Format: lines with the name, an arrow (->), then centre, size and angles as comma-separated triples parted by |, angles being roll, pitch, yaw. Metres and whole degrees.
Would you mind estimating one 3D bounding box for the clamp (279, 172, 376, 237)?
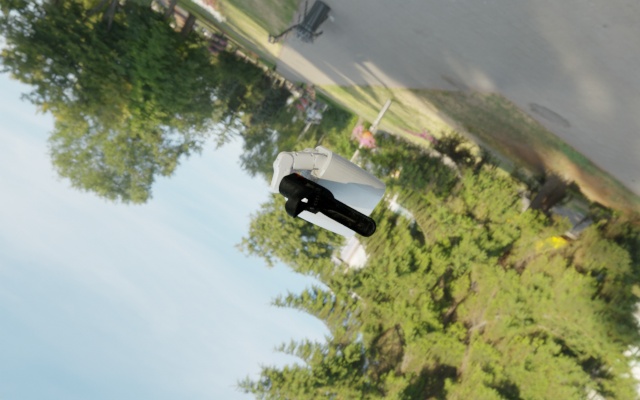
clamp -> 0.000, 0.003, 0.627 | 0.120, 0.039, 0.171 | 24, 12, -18
